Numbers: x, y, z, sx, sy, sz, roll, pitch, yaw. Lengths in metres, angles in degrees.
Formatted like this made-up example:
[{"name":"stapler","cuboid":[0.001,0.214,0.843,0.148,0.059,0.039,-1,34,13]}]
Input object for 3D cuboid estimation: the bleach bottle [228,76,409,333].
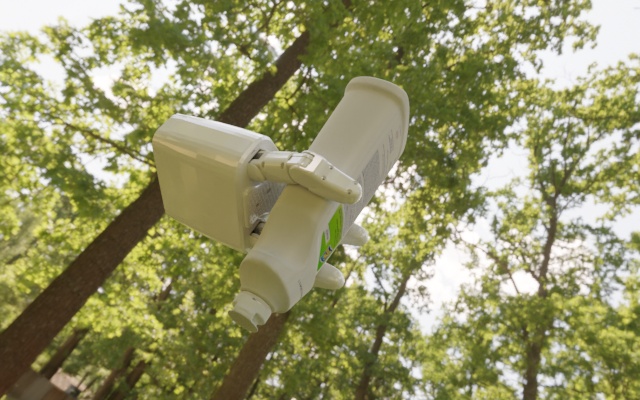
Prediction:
[{"name":"bleach bottle","cuboid":[0.000,0.001,0.429,0.068,0.250,0.103,21,-34,22]}]
